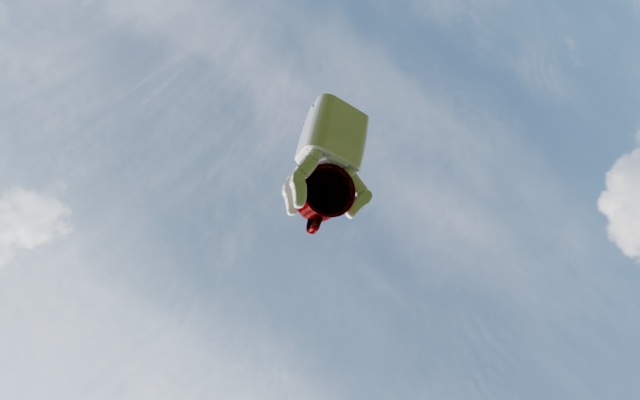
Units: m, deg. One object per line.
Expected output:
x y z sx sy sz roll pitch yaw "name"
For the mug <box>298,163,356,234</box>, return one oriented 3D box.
0.000 0.004 0.821 0.093 0.117 0.081 18 -18 -13 "mug"
